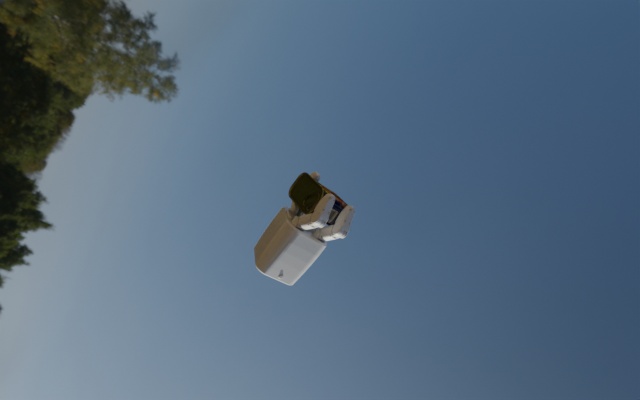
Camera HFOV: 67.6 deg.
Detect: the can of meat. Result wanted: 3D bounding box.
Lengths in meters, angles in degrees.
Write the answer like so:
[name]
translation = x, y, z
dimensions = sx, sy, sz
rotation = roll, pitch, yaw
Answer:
[can of meat]
translation = 0.000, 0.003, 0.893
dimensions = 0.084, 0.057, 0.102
rotation = 32, 8, -36
